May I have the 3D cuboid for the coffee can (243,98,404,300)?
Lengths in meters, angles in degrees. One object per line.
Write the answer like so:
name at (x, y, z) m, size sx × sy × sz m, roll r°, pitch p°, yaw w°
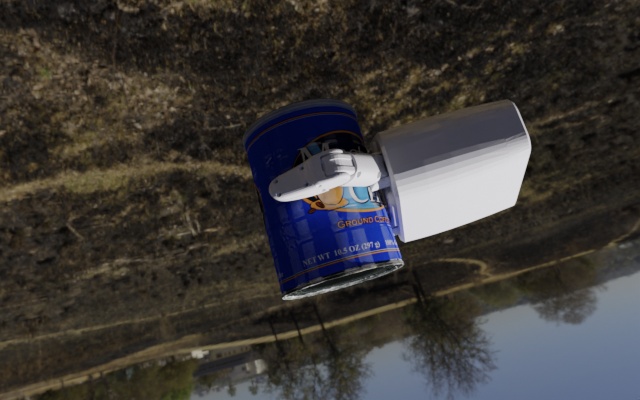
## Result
coffee can at (0.000, 0.001, 0.403) m, size 0.103 × 0.140 × 0.103 m, roll -15°, pitch -15°, yaw -4°
